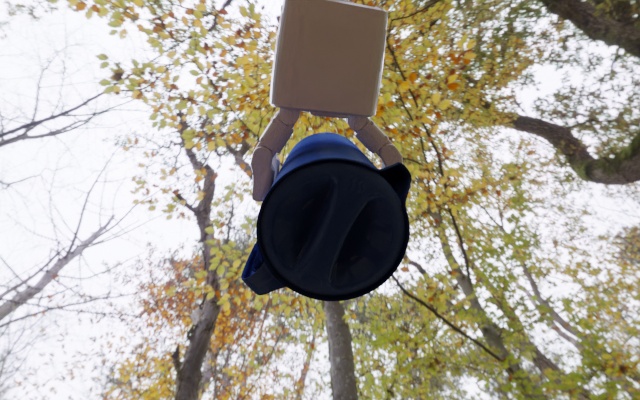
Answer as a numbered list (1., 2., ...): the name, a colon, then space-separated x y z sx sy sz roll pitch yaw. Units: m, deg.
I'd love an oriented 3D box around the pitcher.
1. pitcher: 0.000 0.002 0.522 0.149 0.145 0.242 4 16 -2
